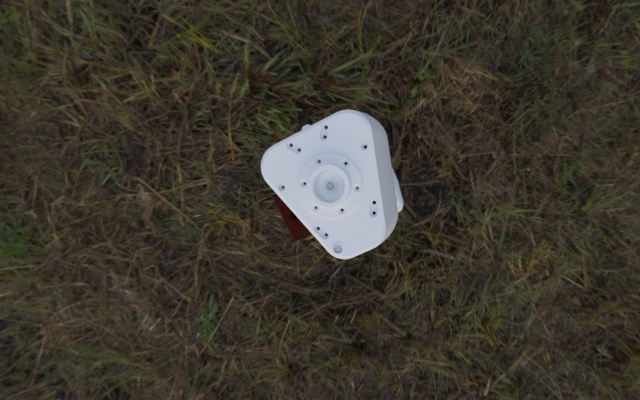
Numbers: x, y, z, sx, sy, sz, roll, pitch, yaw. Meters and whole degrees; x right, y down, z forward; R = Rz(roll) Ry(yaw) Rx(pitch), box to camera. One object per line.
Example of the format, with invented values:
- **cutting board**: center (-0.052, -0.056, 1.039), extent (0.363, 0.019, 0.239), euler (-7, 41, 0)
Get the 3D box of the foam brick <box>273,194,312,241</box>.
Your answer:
- **foam brick**: center (0.000, 0.002, 0.496), extent (0.078, 0.053, 0.051), euler (-25, 0, 13)
